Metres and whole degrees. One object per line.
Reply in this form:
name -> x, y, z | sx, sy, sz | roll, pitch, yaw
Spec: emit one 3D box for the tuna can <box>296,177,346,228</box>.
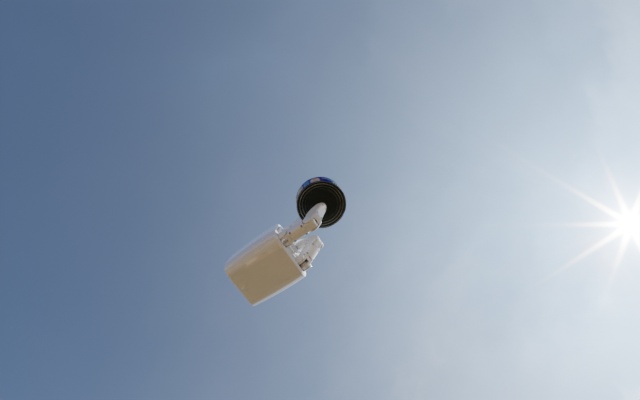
tuna can -> 0.000, 0.003, 0.831 | 0.086, 0.086, 0.033 | 0, 19, -6
